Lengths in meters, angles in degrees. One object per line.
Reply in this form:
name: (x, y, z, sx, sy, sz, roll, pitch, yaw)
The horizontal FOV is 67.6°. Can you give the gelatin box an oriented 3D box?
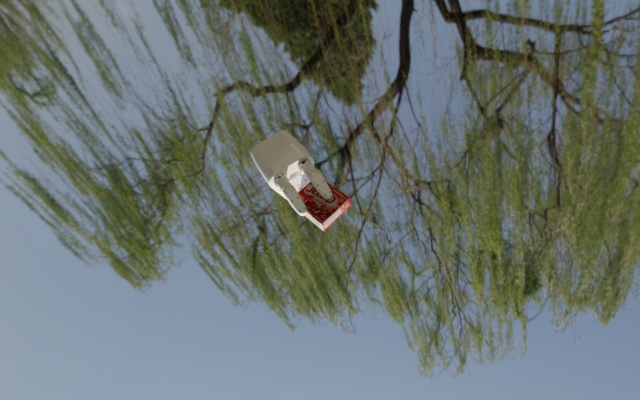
gelatin box: (0.000, 0.003, 0.885, 0.089, 0.073, 0.030, 37, -19, 33)
